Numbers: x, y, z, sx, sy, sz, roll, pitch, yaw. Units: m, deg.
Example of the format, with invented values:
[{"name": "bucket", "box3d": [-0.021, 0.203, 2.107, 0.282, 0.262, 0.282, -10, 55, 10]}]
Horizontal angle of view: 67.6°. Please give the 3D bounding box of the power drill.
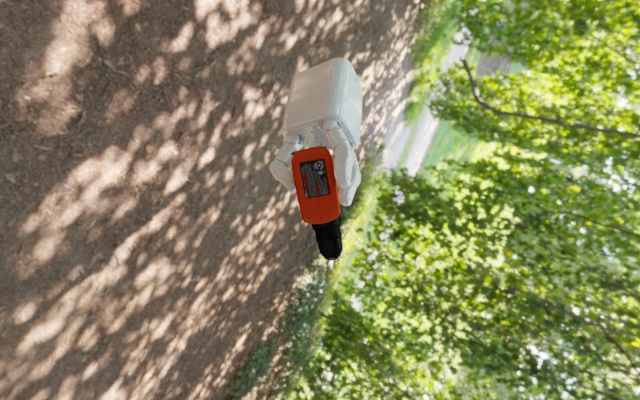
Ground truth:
[{"name": "power drill", "box3d": [0.000, 0.002, 0.728, 0.057, 0.184, 0.187, -12, -6, 1]}]
